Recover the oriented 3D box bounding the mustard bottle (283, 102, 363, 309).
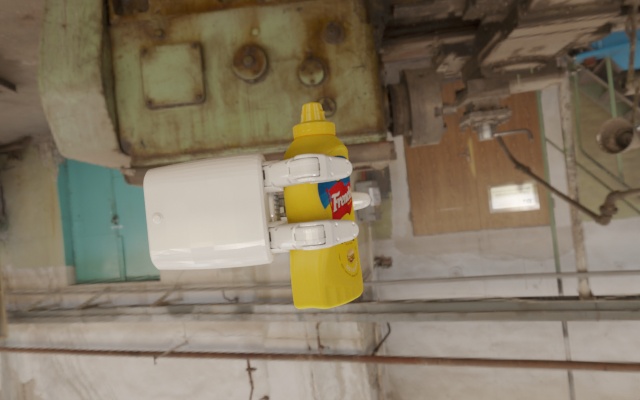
[{"bbox_3d":[0.000,0.002,0.463,0.058,0.191,0.096,-7,-1,27],"label":"mustard bottle"}]
